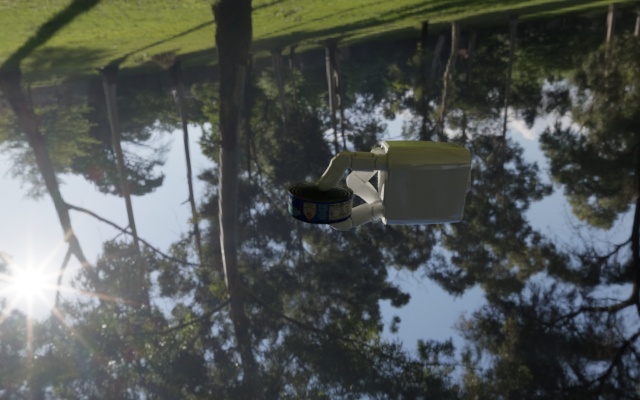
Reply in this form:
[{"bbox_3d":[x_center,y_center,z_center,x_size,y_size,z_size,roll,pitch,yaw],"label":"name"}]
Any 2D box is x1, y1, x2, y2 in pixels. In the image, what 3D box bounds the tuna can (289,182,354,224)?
[{"bbox_3d":[0.000,0.003,0.632,0.086,0.034,0.086,2,17,-1],"label":"tuna can"}]
